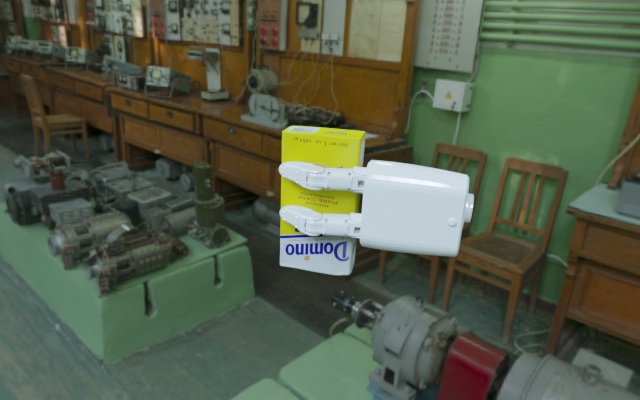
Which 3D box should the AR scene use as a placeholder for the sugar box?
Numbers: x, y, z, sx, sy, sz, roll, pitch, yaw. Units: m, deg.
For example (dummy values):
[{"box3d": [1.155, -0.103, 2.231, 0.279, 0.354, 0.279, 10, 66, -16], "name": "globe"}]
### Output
[{"box3d": [0.000, 0.002, 0.577, 0.093, 0.176, 0.048, 7, 21, 12], "name": "sugar box"}]
